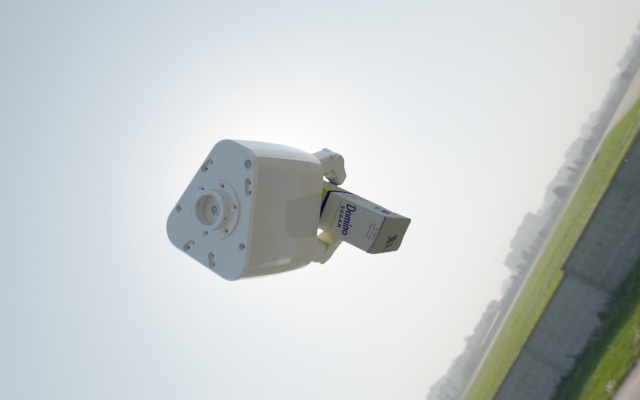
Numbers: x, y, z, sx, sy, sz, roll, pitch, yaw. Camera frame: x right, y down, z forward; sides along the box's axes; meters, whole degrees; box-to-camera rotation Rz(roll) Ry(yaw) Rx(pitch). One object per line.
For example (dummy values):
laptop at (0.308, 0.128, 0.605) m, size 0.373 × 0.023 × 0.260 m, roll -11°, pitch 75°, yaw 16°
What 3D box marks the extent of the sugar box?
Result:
sugar box at (0.000, 0.002, 0.510) m, size 0.176 × 0.048 × 0.093 m, roll 28°, pitch 9°, yaw 25°
